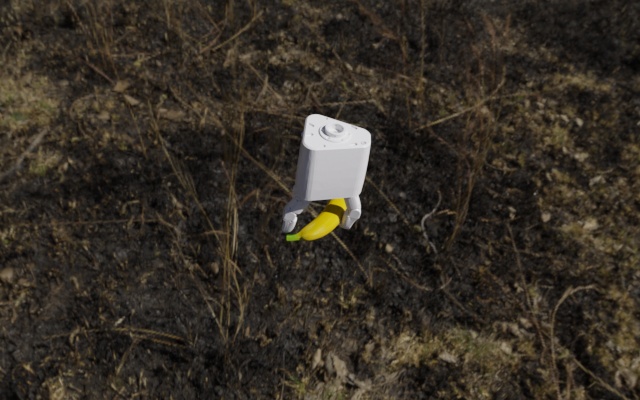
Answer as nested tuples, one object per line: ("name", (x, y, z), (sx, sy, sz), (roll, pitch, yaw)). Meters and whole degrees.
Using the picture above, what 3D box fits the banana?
("banana", (0.015, 0.012, 0.879), (0.069, 0.037, 0.197), (24, 48, 17))
